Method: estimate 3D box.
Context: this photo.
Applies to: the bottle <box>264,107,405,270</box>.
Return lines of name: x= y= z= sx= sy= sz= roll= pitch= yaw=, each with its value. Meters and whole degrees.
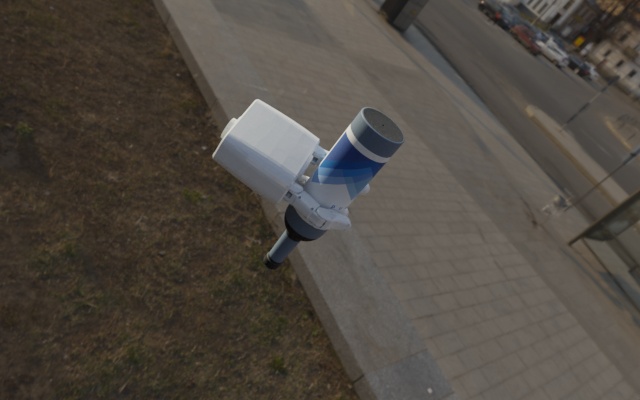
bottle: x=0.000 y=0.002 z=0.671 sx=0.069 sy=0.069 sz=0.296 roll=0 pitch=-41 yaw=-44
